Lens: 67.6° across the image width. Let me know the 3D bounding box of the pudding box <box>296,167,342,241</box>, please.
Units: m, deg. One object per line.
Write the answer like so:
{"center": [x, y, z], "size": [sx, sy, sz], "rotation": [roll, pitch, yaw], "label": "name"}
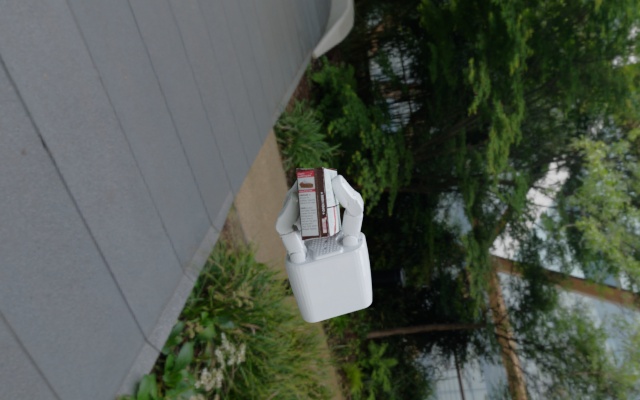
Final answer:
{"center": [0.000, 0.002, 0.631], "size": [0.039, 0.090, 0.113], "rotation": [-6, 0, 9], "label": "pudding box"}
